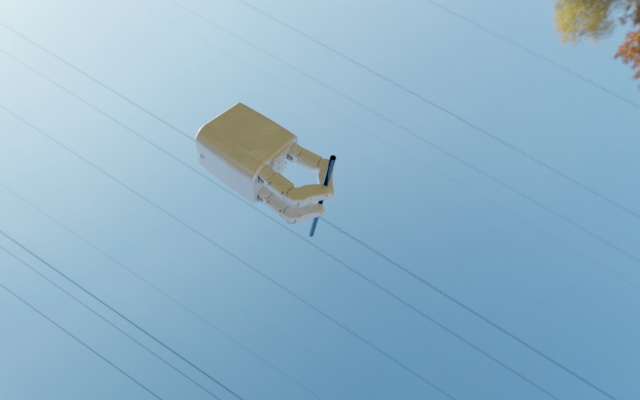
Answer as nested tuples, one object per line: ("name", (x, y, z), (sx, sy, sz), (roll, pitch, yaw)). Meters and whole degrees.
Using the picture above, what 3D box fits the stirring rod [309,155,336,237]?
("stirring rod", (0.000, 0.002, 0.695), (0.011, 0.011, 0.240), (0, -27, -8))
